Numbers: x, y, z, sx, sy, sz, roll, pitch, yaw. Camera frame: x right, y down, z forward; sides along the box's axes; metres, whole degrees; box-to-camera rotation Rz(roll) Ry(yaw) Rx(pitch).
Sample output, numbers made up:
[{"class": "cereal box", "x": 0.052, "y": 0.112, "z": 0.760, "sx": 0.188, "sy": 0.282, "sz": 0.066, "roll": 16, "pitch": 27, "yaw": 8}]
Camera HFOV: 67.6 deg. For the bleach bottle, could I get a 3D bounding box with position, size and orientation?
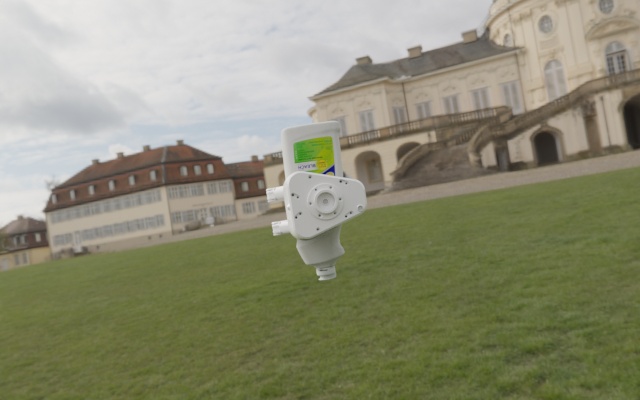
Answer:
[{"class": "bleach bottle", "x": 0.000, "y": 0.003, "z": 0.785, "sx": 0.102, "sy": 0.251, "sz": 0.068, "roll": -9, "pitch": -2, "yaw": -6}]
